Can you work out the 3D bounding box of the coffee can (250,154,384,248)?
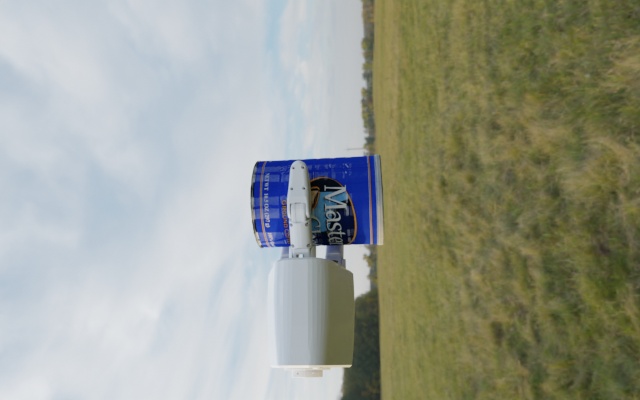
[{"bbox_3d":[0.000,0.002,0.548,0.140,0.103,0.103,-2,0,5],"label":"coffee can"}]
